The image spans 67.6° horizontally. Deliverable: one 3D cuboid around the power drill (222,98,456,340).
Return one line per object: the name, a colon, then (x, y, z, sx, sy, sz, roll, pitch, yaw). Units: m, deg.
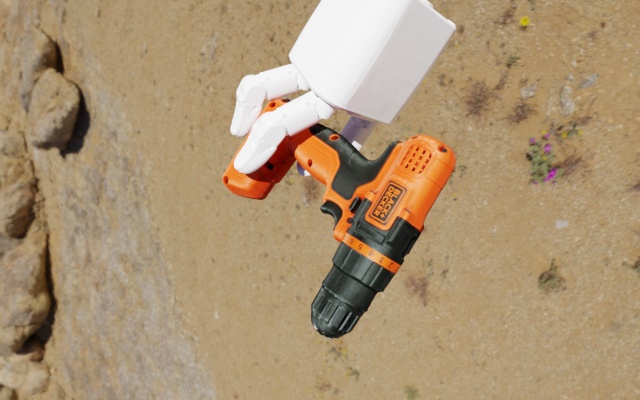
power drill: (0.000, 0.001, 0.427, 0.187, 0.184, 0.057, 31, -3, 30)
